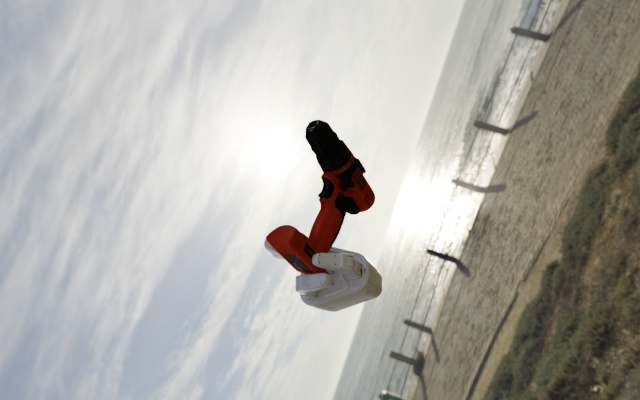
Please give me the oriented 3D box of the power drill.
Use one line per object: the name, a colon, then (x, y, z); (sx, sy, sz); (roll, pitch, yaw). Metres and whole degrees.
power drill: (0.000, 0.003, 0.696); (0.057, 0.187, 0.184); (8, -33, 43)
